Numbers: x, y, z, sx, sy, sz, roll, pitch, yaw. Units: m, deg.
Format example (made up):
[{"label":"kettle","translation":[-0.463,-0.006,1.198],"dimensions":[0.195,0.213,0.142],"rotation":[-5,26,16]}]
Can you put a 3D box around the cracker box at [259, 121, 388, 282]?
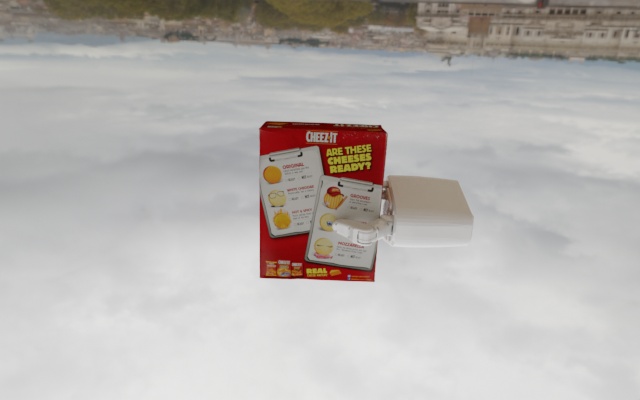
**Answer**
[{"label":"cracker box","translation":[0.000,0.002,0.659],"dimensions":[0.164,0.214,0.072],"rotation":[2,19,-1]}]
